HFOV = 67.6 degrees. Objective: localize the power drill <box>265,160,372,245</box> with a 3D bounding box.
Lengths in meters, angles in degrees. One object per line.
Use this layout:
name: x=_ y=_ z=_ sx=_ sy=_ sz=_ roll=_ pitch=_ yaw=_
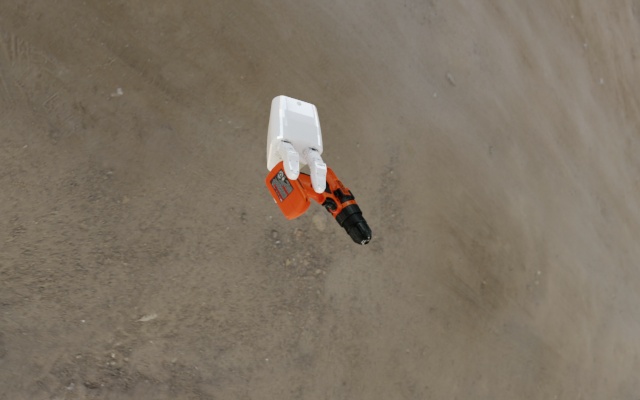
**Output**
power drill: x=0.000 y=0.003 z=0.867 sx=0.057 sy=0.184 sz=0.188 roll=-47 pitch=-31 yaw=21
